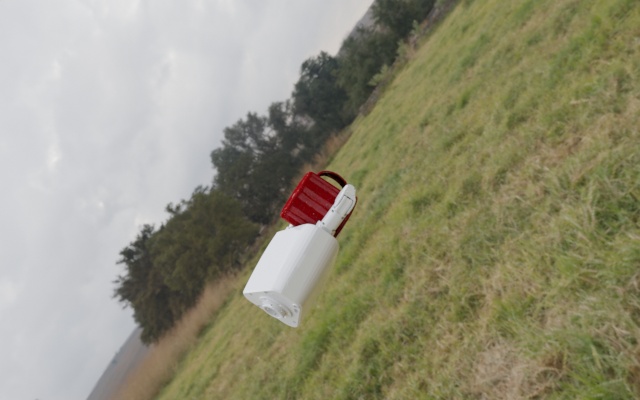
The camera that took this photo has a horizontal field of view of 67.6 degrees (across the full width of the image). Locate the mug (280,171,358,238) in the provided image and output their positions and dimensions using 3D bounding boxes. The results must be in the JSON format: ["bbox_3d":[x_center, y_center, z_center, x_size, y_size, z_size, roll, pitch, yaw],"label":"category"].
[{"bbox_3d":[0.001,0.001,0.706,0.081,0.117,0.093,33,-31,-6],"label":"mug"}]
